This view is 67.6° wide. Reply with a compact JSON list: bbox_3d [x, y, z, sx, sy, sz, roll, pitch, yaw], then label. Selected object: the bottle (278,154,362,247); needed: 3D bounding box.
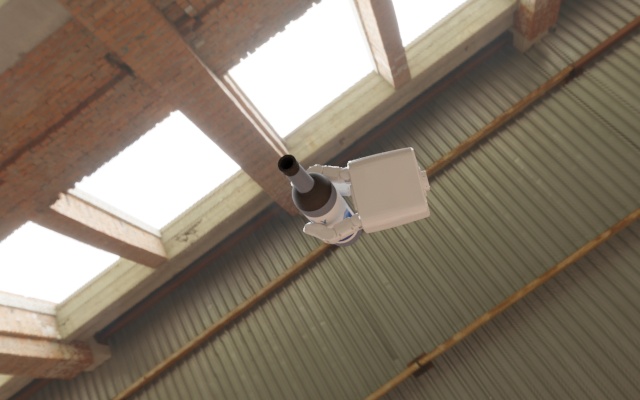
[{"bbox_3d":[0.000,0.003,0.776,0.069,0.069,0.296,0,-21,20],"label":"bottle"}]
